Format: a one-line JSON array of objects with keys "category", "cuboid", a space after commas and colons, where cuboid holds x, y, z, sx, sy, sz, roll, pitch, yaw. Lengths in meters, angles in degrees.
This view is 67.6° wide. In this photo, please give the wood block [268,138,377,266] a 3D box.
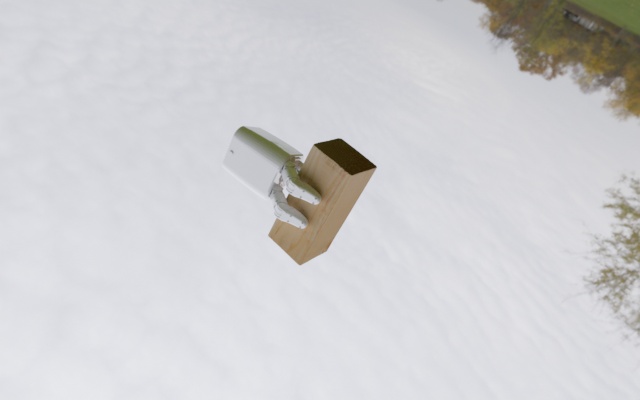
[{"category": "wood block", "cuboid": [0.000, 0.003, 0.848, 0.090, 0.206, 0.091, 41, 33, 19]}]
